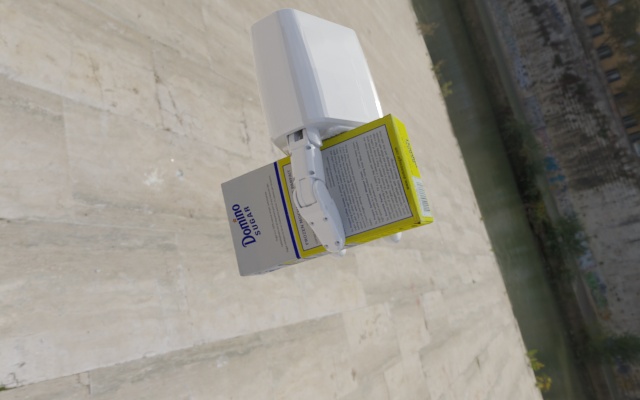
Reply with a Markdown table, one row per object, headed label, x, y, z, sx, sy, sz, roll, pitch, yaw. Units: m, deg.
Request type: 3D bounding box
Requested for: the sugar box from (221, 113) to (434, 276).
| label | x | y | z | sx | sy | sz | roll | pitch | yaw |
| --- | --- | --- | --- | --- | --- | --- | --- | --- | --- |
| sugar box | 0.000 | 0.001 | 0.424 | 0.176 | 0.093 | 0.048 | -19 | -13 | 26 |
